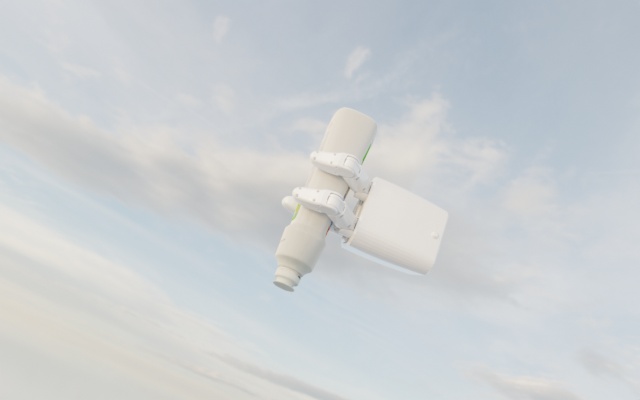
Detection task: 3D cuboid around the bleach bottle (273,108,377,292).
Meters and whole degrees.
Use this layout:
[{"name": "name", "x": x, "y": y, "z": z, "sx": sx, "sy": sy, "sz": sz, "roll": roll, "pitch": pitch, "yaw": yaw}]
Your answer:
[{"name": "bleach bottle", "x": 0.000, "y": 0.002, "z": 0.627, "sx": 0.068, "sy": 0.250, "sz": 0.103, "roll": 24, "pitch": -25, "yaw": -1}]
